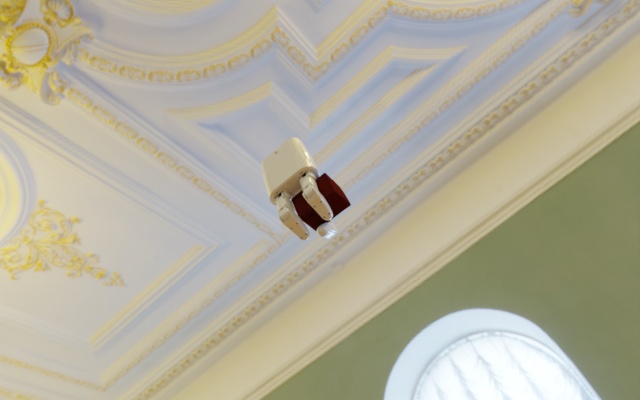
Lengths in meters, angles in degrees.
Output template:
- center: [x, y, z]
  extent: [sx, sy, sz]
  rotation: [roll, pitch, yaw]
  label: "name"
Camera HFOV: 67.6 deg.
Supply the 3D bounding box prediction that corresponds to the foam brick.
- center: [0.000, 0.003, 0.805]
  extent: [0.078, 0.051, 0.053]
  rotation: [-37, -47, 12]
  label: "foam brick"
